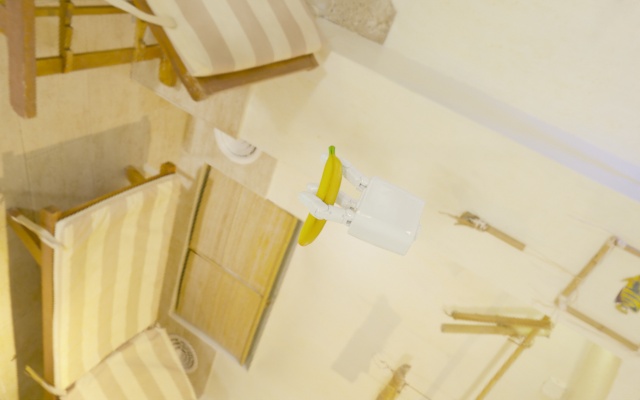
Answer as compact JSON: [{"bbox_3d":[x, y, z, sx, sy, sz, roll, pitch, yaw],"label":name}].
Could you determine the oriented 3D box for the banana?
[{"bbox_3d":[0.002,0.006,0.842,0.037,0.198,0.069,18,17,-8],"label":"banana"}]
